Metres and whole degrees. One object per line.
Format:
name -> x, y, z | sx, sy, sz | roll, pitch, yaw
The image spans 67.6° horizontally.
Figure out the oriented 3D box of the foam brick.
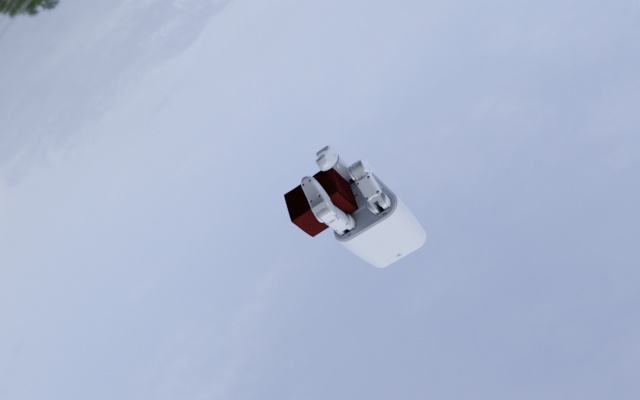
foam brick -> 0.000, 0.002, 0.636 | 0.078, 0.053, 0.051 | -32, -43, 17
